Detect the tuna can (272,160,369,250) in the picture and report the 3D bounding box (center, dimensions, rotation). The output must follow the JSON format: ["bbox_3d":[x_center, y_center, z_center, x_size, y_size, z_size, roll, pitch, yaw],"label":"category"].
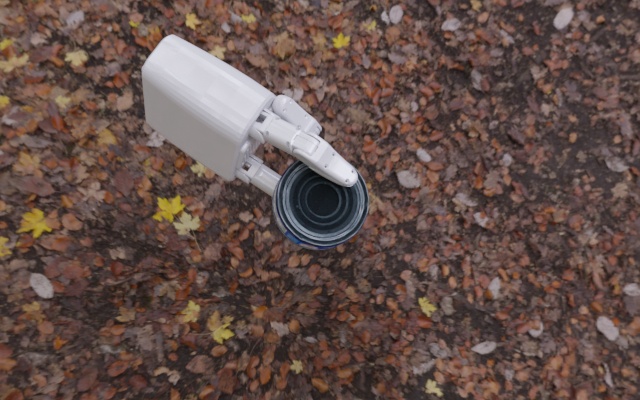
[{"bbox_3d":[0.000,0.001,0.434,0.086,0.086,0.034,0,-9,-11],"label":"tuna can"}]
